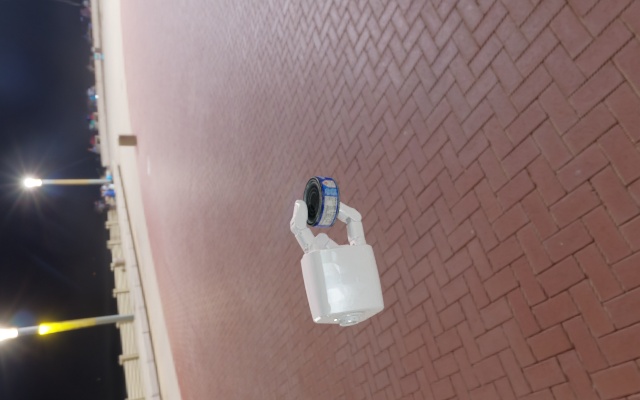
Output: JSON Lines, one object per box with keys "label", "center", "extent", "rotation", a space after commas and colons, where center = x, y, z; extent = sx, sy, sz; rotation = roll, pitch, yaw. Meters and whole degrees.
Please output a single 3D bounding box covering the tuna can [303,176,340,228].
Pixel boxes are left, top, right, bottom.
{"label": "tuna can", "center": [0.000, 0.003, 0.799], "extent": [0.034, 0.086, 0.086], "rotation": [4, -2, -23]}
